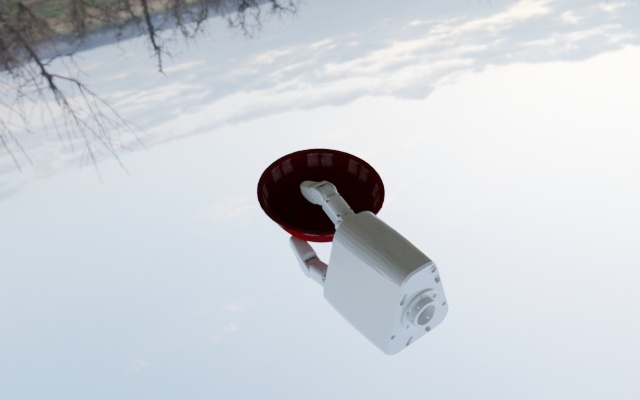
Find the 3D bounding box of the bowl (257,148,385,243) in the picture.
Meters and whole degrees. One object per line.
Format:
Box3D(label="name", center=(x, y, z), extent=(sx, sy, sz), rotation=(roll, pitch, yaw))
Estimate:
Box3D(label="bowl", center=(0.000, 0.001, 0.618), extent=(0.162, 0.055, 0.162), rotation=(1, 45, -1))
